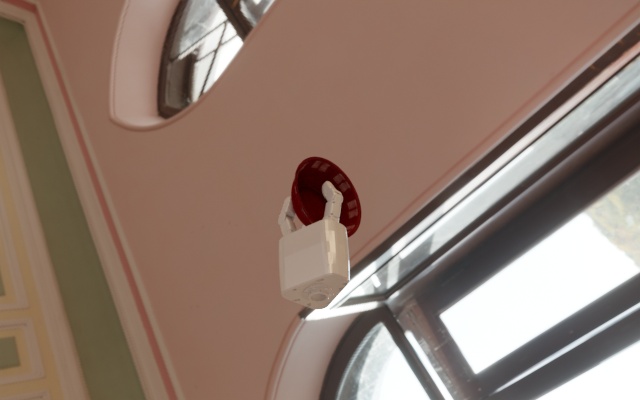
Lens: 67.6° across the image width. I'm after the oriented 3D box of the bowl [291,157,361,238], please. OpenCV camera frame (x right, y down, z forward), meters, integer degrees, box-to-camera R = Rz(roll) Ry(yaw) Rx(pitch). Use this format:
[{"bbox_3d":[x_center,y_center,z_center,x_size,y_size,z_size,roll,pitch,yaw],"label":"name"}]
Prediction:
[{"bbox_3d":[0.000,0.002,0.876,0.162,0.162,0.055,0,-23,-46],"label":"bowl"}]
